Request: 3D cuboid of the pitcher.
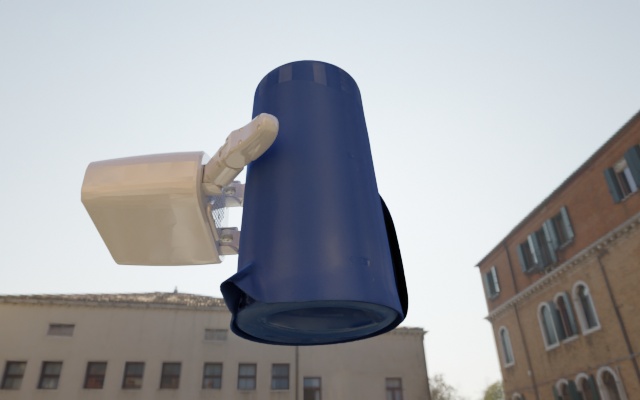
[{"bbox_3d":[0.000,0.001,0.430,0.145,0.242,0.149,-5,-29,4],"label":"pitcher"}]
